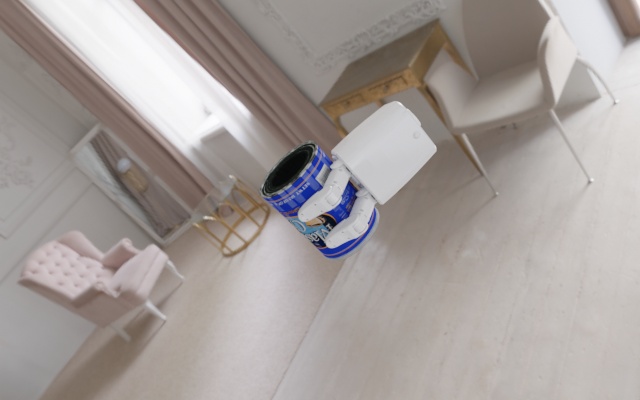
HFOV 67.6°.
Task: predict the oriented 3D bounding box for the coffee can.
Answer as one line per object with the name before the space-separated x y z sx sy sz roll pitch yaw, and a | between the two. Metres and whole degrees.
coffee can | 0.000 0.002 0.667 0.140 0.102 0.103 46 -23 -24
